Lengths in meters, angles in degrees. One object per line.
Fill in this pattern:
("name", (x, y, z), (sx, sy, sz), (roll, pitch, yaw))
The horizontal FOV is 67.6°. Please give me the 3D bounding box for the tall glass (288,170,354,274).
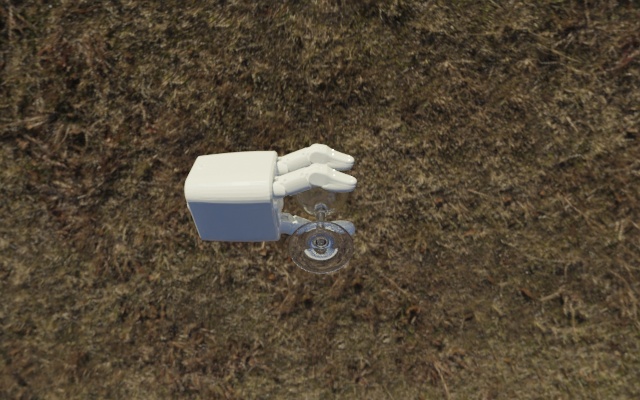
("tall glass", (0.000, 0.002, 0.622), (0.079, 0.079, 0.201), (0, 32, 0))
